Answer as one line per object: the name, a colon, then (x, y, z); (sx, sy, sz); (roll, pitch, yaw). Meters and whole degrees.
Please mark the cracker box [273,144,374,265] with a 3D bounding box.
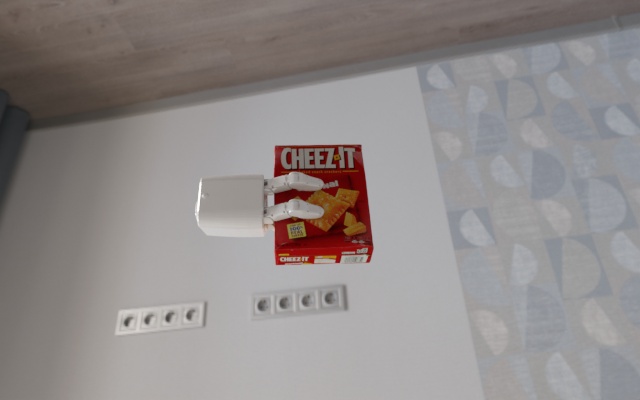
cracker box: (0.000, 0.003, 0.838); (0.164, 0.213, 0.072); (-1, -31, -4)
